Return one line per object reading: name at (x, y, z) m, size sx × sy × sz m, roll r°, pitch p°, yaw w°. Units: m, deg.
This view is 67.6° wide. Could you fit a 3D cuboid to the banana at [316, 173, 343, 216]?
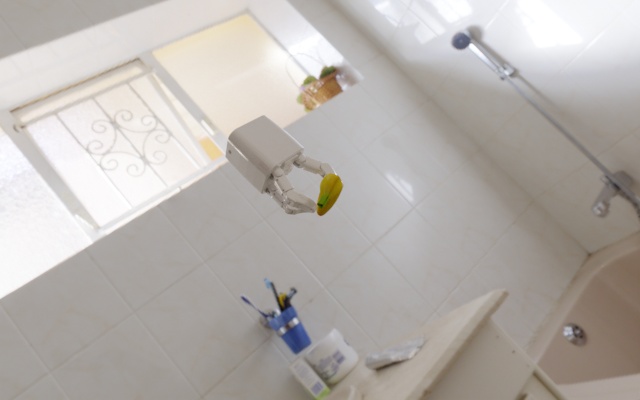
banana at (0.012, -0.012, 0.859) m, size 0.037 × 0.069 × 0.198 m, roll 38°, pitch -5°, yaw 5°
